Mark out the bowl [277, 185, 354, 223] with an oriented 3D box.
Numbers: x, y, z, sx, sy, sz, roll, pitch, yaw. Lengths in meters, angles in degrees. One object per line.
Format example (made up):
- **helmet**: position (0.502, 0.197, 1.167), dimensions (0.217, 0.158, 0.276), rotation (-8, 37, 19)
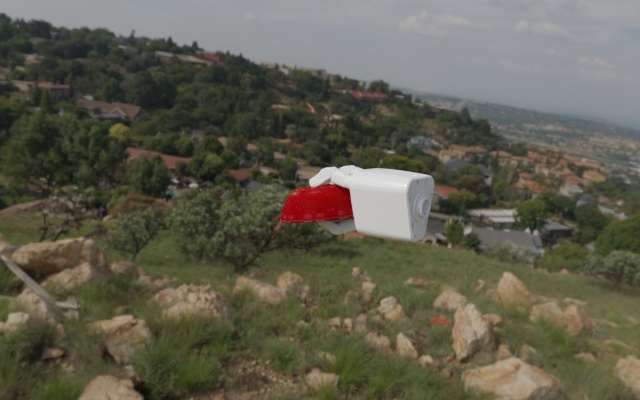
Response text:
- **bowl**: position (-0.001, 0.002, 0.858), dimensions (0.162, 0.055, 0.162), rotation (-6, 3, 0)
